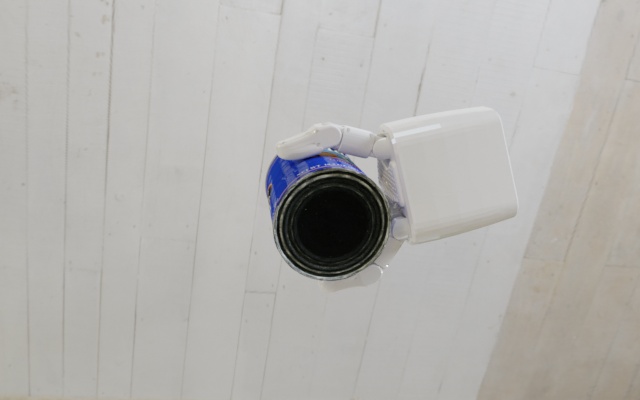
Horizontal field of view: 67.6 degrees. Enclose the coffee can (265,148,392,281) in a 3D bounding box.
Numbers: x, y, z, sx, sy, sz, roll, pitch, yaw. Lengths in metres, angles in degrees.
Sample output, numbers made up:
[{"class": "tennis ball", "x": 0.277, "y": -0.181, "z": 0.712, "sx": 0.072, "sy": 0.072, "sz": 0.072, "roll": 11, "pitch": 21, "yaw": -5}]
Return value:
[{"class": "coffee can", "x": 0.000, "y": 0.001, "z": 0.468, "sx": 0.103, "sy": 0.103, "sz": 0.140, "roll": 0, "pitch": 17, "yaw": -9}]
